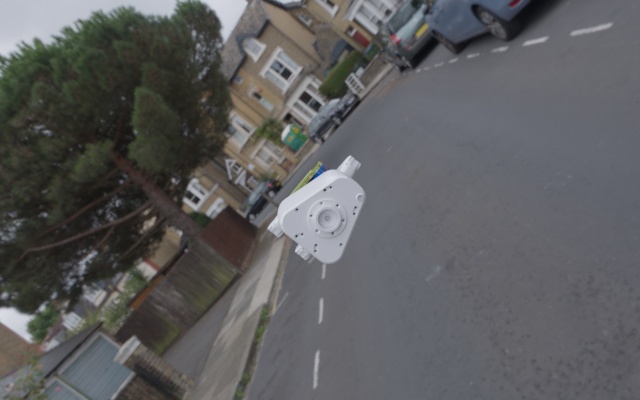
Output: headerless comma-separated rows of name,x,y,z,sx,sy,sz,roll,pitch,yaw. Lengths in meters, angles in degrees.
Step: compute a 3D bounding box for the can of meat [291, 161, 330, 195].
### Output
can of meat,0.000,0.002,0.738,0.084,0.102,0.057,39,5,-7
